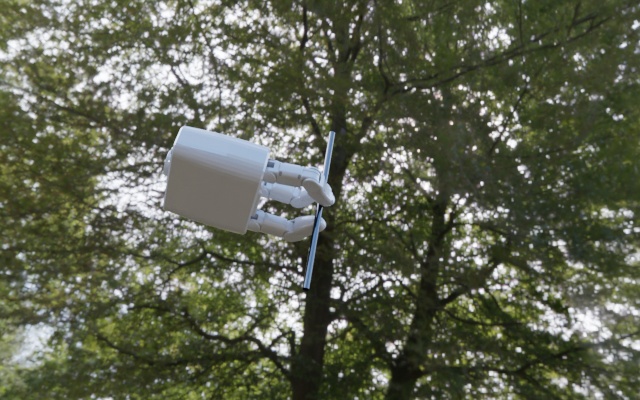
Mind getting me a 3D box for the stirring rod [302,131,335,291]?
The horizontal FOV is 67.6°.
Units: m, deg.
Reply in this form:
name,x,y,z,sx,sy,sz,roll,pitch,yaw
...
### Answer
name,x,y,z,sx,sy,sz,roll,pitch,yaw
stirring rod,0.000,0.002,0.596,0.011,0.239,0.011,6,-36,5
